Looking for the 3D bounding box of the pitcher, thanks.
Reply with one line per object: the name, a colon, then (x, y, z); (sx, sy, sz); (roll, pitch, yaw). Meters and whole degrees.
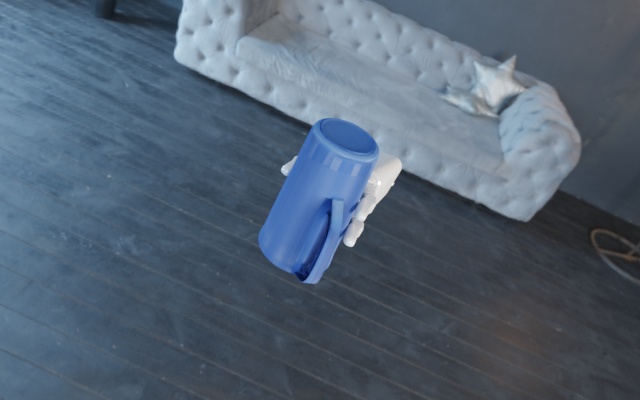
pitcher: (0.000, 0.002, 0.756); (0.149, 0.243, 0.145); (37, 36, 16)
